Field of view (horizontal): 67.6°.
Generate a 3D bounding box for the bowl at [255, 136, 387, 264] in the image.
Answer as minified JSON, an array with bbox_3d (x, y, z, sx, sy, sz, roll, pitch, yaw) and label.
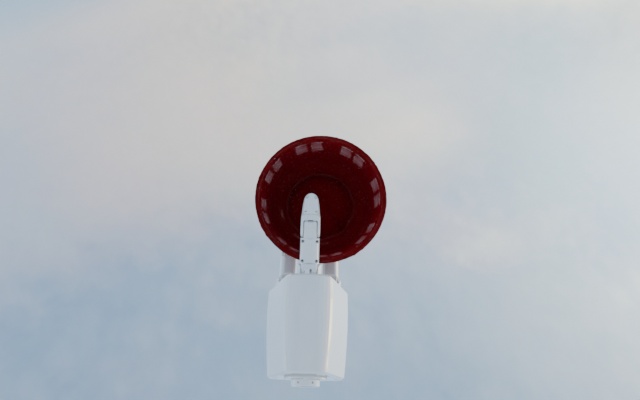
[{"bbox_3d":[0.000,0.001,0.609,0.162,0.162,0.055,0,-12,-1],"label":"bowl"}]
